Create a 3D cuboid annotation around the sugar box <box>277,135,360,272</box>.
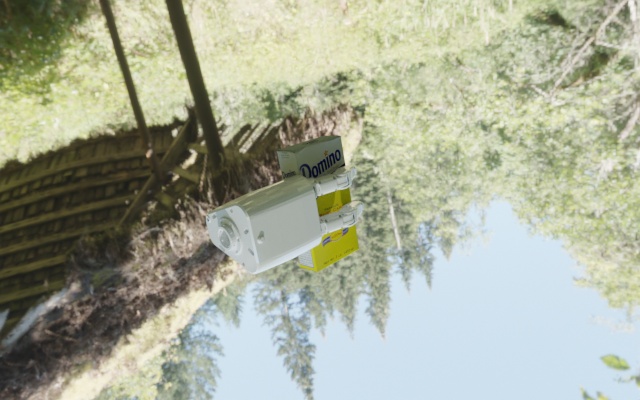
[{"bbox_3d":[0.000,0.002,0.684,0.093,0.176,0.048,-24,23,-39],"label":"sugar box"}]
